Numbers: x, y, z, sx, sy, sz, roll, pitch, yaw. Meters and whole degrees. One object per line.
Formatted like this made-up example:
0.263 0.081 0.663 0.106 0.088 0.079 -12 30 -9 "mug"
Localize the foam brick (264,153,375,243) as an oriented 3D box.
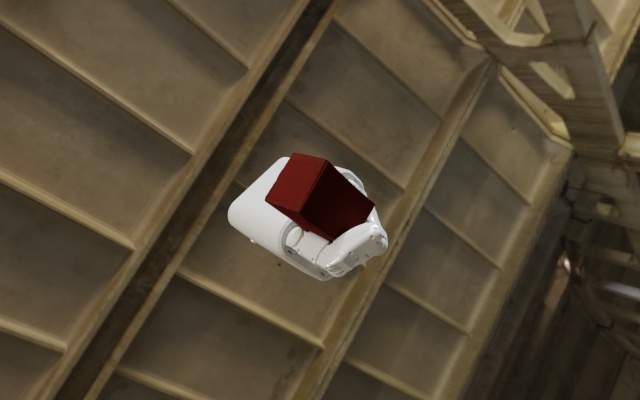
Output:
0.000 0.001 0.426 0.051 0.053 0.078 20 -15 47 "foam brick"
